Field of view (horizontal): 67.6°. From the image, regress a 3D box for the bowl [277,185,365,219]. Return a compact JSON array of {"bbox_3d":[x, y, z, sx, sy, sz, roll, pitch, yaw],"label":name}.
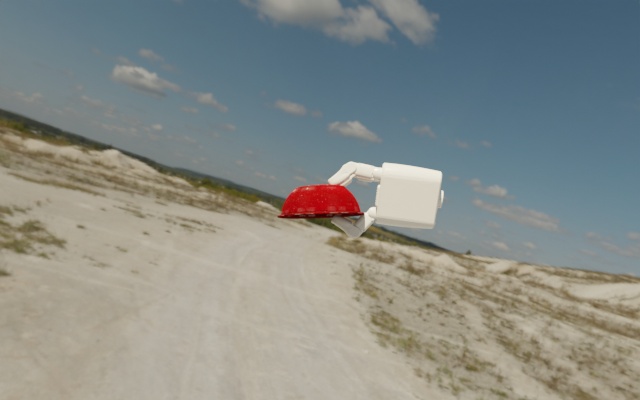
[{"bbox_3d":[-0.001,0.002,0.884,0.162,0.055,0.162,-2,-5,0],"label":"bowl"}]
